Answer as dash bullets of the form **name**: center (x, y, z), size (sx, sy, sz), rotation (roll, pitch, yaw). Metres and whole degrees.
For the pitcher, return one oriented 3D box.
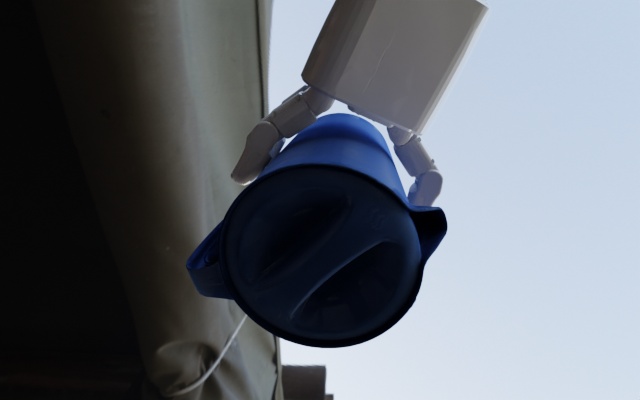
- **pitcher**: center (0.000, 0.001, 0.410), size (0.149, 0.145, 0.242), rotation (26, 21, -4)
